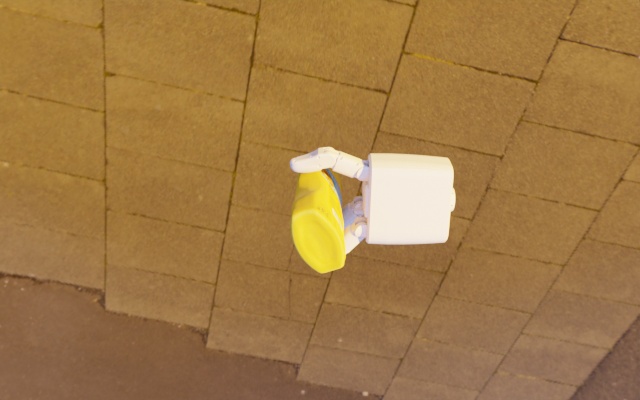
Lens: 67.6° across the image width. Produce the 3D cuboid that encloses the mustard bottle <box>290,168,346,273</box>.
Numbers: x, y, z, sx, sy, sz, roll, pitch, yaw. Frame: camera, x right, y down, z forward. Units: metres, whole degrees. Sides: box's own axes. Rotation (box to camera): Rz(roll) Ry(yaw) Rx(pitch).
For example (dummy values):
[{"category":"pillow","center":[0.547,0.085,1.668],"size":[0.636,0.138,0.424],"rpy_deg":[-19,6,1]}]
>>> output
[{"category":"mustard bottle","center":[0.000,0.002,0.640],"size":[0.058,0.096,0.191],"rpy_deg":[-20,29,13]}]
